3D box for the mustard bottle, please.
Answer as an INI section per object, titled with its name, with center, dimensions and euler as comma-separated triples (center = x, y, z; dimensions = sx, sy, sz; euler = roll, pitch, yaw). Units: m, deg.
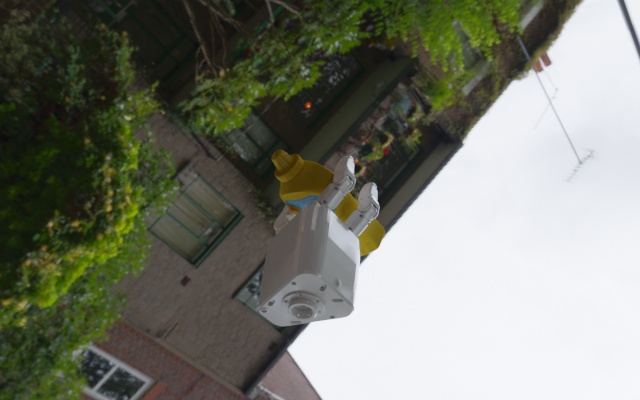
[mustard bottle]
center = 0.000, 0.002, 0.656
dimensions = 0.096, 0.058, 0.192
euler = -8, -45, 46
